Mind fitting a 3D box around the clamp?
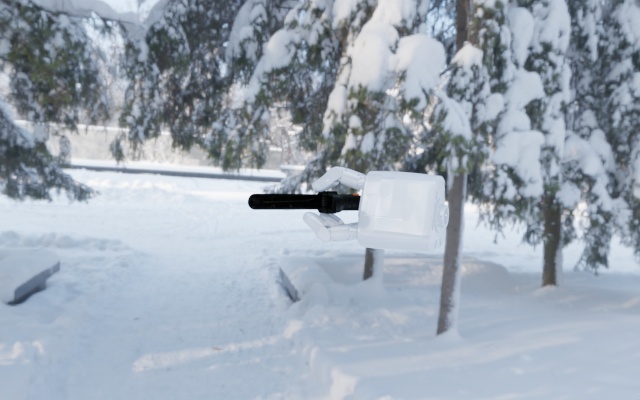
[{"bbox_3d":[0.001,0.002,0.757,0.164,0.036,0.210,2,2,28],"label":"clamp"}]
